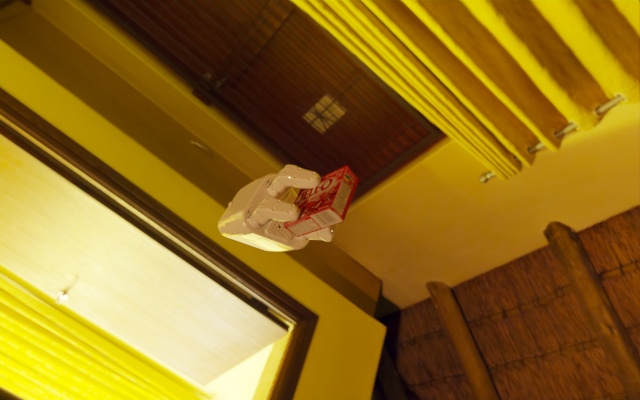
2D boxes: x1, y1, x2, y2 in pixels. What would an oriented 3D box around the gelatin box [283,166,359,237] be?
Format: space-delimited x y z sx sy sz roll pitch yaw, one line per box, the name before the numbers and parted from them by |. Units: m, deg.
gelatin box | 0.001 0.002 0.609 0.089 0.073 0.030 -21 -56 43
